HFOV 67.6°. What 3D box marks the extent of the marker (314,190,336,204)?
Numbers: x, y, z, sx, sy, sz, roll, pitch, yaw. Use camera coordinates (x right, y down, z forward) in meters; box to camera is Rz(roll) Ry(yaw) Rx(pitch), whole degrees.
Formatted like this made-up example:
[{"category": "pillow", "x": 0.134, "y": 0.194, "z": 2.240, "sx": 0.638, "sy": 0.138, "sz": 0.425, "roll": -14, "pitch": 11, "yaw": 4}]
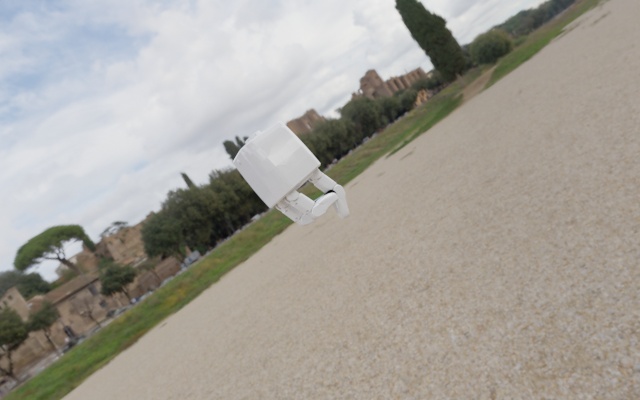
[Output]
[{"category": "marker", "x": 0.000, "y": 0.003, "z": 0.875, "sx": 0.020, "sy": 0.020, "sz": 0.121, "roll": 0, "pitch": -13, "yaw": -21}]
